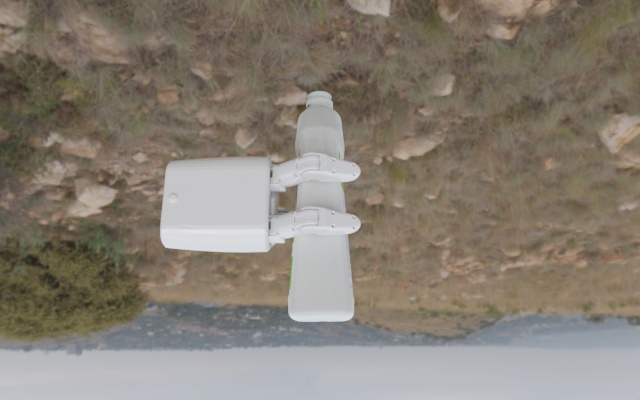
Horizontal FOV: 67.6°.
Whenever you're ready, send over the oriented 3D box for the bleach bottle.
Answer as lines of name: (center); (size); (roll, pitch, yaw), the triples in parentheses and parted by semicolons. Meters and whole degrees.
bleach bottle: (0.000, 0.002, 0.526); (0.068, 0.250, 0.103); (-1, -18, 1)
